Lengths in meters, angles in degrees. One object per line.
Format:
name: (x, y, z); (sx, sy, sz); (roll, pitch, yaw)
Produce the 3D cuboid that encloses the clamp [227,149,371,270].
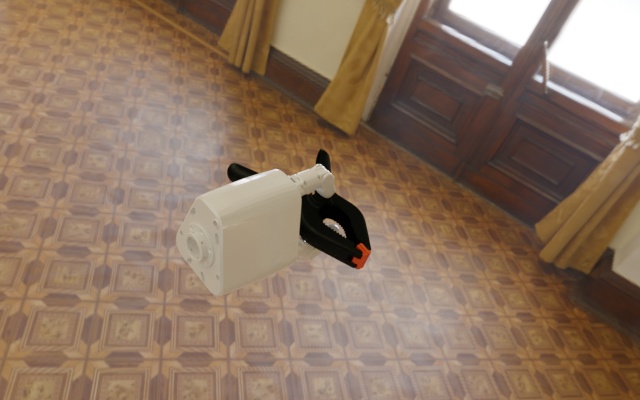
clamp: (0.001, 0.002, 0.627); (0.164, 0.036, 0.210); (-22, 55, -41)
